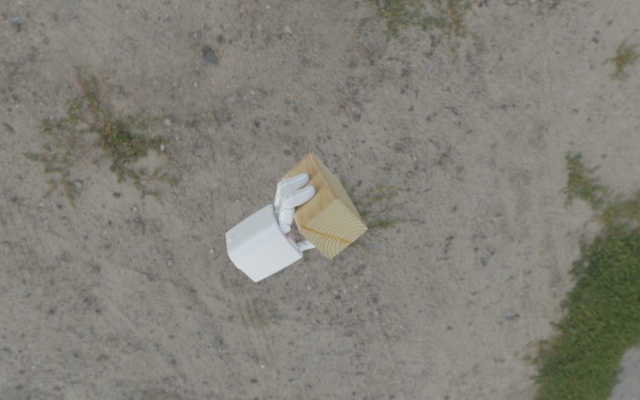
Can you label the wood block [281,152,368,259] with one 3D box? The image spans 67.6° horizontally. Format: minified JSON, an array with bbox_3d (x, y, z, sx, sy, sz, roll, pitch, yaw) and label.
[{"bbox_3d":[0.000,0.003,0.899,0.091,0.090,0.206,45,10,-30],"label":"wood block"}]
